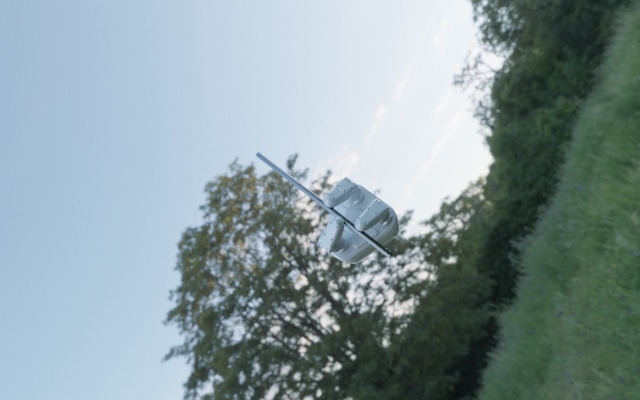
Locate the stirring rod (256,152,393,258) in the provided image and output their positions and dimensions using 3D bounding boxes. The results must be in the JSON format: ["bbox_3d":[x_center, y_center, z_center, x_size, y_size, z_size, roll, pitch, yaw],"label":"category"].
[{"bbox_3d":[0.000,0.002,0.653,0.239,0.011,0.011,37,13,18],"label":"stirring rod"}]
